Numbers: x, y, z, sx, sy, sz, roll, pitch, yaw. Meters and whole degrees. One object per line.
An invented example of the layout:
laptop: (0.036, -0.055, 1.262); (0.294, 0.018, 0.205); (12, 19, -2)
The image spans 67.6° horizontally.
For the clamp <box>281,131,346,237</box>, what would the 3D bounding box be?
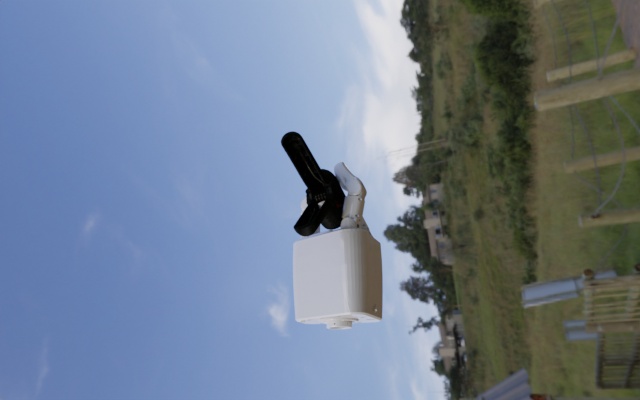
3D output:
clamp: (0.000, 0.002, 0.585); (0.039, 0.120, 0.171); (-10, -23, 22)
